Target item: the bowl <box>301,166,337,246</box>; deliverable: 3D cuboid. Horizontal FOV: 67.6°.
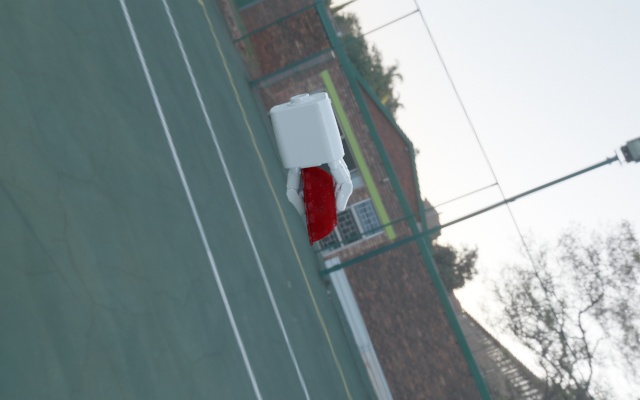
[{"bbox_3d":[0.001,0.004,0.898,0.055,0.162,0.162,-6,0,1],"label":"bowl"}]
